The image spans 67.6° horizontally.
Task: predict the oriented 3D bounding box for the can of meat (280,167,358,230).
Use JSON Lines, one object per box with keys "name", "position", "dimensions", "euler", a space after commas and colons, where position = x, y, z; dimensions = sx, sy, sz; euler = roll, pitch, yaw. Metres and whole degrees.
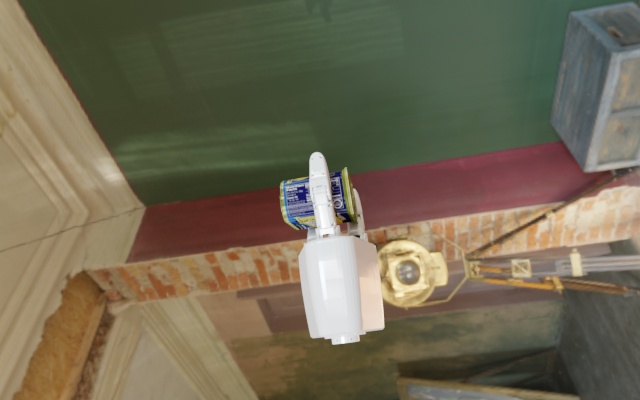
{"name": "can of meat", "position": [0.000, 0.002, 0.601], "dimensions": [0.084, 0.057, 0.102], "euler": [-9, -13, 7]}
